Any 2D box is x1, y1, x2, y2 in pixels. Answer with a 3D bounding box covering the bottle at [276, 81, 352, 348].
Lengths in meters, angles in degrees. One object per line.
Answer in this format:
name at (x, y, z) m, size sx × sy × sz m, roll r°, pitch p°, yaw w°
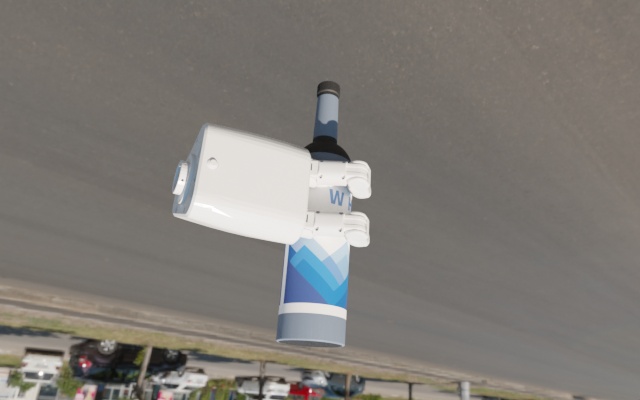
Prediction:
bottle at (0.000, 0.002, 0.513) m, size 0.069 × 0.295 × 0.069 m, roll 4°, pitch -22°, yaw 1°
